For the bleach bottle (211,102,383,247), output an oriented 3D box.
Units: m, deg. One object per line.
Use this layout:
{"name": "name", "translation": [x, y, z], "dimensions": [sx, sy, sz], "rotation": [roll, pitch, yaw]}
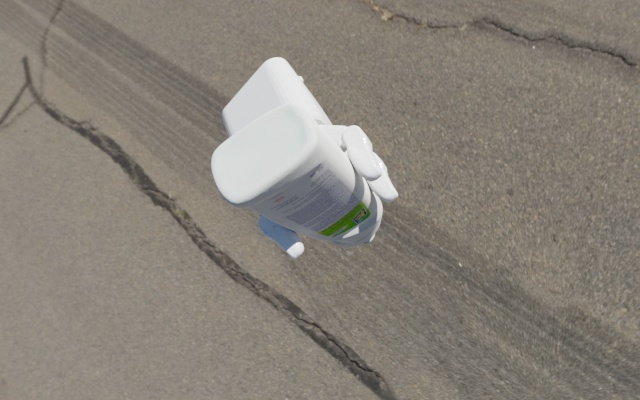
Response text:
{"name": "bleach bottle", "translation": [0.000, 0.002, 0.499], "dimensions": [0.102, 0.068, 0.251], "rotation": [-33, -31, 9]}
